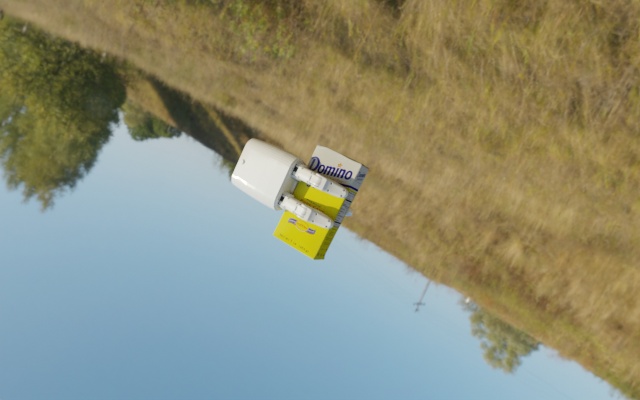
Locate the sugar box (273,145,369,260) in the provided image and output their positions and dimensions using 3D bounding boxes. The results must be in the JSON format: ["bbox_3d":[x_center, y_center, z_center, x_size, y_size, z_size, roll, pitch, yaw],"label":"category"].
[{"bbox_3d":[0.000,0.003,0.807,0.093,0.176,0.048,27,5,25],"label":"sugar box"}]
